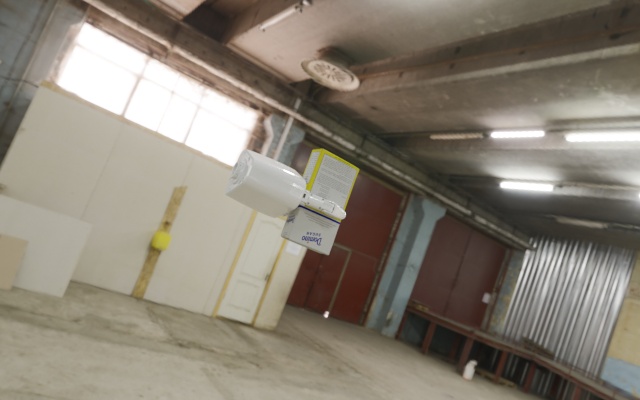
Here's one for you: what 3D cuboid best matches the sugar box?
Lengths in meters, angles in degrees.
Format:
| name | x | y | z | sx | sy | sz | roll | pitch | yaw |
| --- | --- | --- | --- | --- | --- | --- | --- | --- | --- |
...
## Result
| name | x | y | z | sx | sy | sz | roll | pitch | yaw |
| --- | --- | --- | --- | --- | --- | --- | --- | --- | --- |
| sugar box | 0.000 | 0.003 | 0.886 | 0.093 | 0.176 | 0.048 | 26 | -7 | -27 |
